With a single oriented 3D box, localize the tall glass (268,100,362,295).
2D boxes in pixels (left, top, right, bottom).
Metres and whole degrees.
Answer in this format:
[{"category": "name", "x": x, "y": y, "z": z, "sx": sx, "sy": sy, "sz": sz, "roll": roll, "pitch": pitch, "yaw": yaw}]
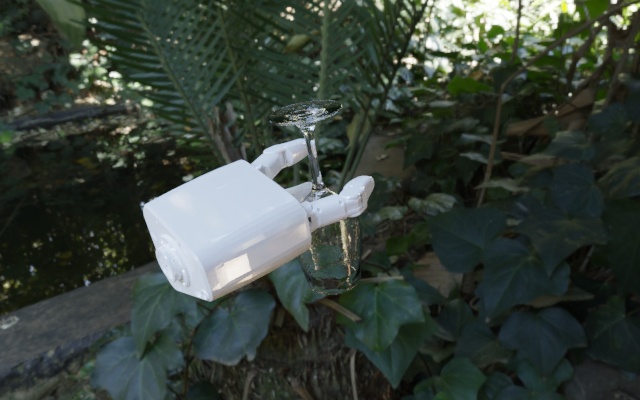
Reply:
[{"category": "tall glass", "x": 0.000, "y": 0.001, "z": 0.508, "sx": 0.079, "sy": 0.201, "sz": 0.079, "roll": -9, "pitch": 25, "yaw": 4}]
